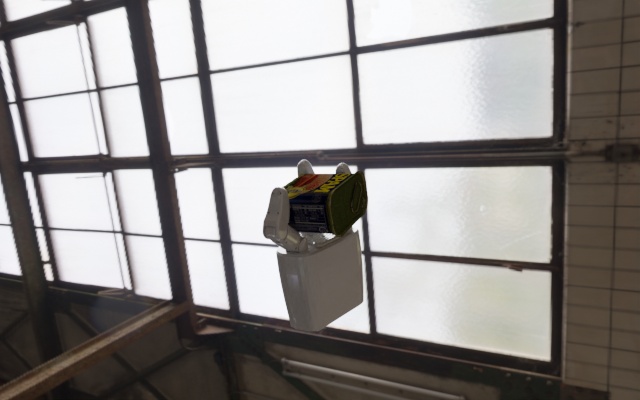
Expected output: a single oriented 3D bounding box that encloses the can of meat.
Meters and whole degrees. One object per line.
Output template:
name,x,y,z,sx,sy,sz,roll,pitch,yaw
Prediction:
can of meat,0.000,0.002,0.586,0.084,0.057,0.102,1,22,29
